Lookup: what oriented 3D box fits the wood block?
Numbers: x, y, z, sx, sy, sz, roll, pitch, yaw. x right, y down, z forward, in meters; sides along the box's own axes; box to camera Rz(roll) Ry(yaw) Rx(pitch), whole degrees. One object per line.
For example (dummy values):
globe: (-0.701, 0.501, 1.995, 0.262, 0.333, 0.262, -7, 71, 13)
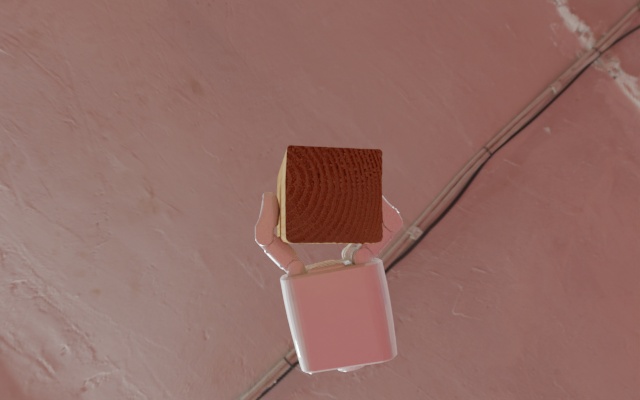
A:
wood block: (0.000, 0.002, 0.532, 0.091, 0.090, 0.206, 1, -4, -8)
